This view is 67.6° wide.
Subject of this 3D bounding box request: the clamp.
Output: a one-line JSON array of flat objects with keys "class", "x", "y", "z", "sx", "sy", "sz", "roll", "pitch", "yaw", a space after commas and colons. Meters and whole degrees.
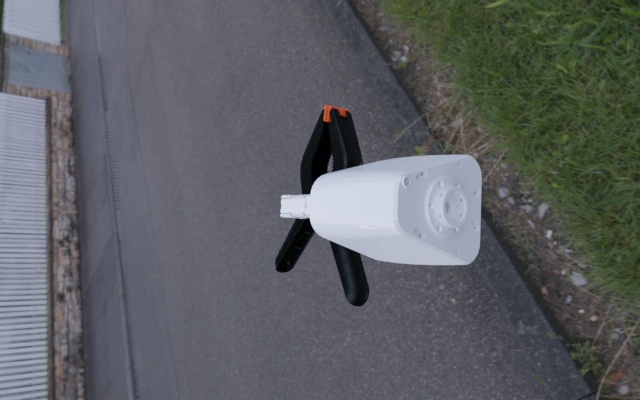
[{"class": "clamp", "x": 0.000, "y": 0.001, "z": 0.538, "sx": 0.036, "sy": 0.210, "sz": 0.164, "roll": 5, "pitch": -4, "yaw": -36}]
